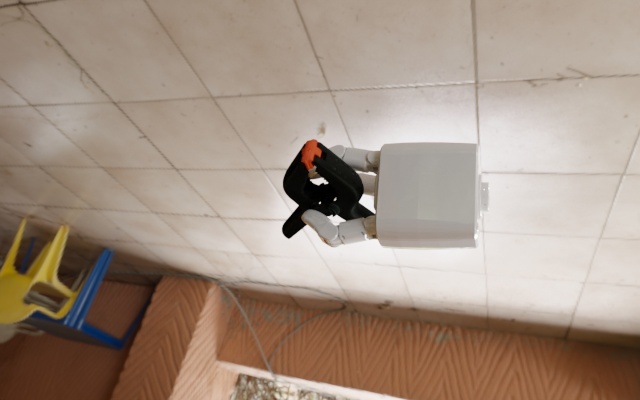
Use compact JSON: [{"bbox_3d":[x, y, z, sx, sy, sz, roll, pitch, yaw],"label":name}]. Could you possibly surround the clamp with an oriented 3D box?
[{"bbox_3d":[0.000,0.002,0.583,0.164,0.036,0.210,-1,-32,21],"label":"clamp"}]
